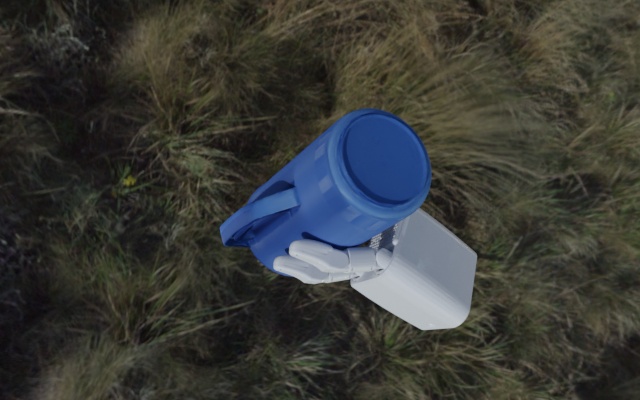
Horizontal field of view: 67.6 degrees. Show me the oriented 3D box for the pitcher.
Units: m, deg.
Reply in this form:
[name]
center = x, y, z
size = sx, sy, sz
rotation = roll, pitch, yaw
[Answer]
[pitcher]
center = 0.000, 0.002, 0.519
size = 0.145, 0.149, 0.243
rotation = 35, -28, -10
